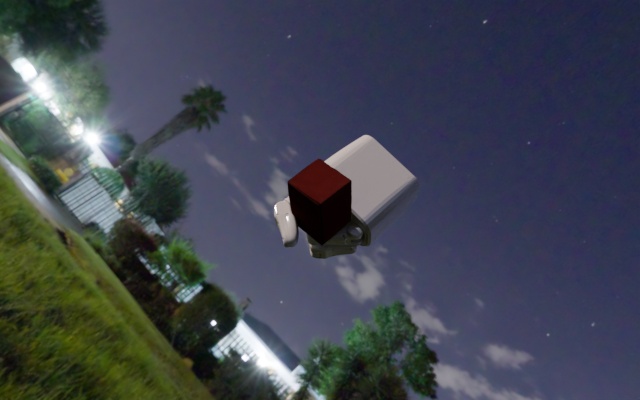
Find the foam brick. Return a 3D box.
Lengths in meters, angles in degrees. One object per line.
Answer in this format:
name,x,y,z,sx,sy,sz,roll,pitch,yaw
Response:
foam brick,0.000,0.002,0.551,0.051,0.078,0.053,-39,59,-25
